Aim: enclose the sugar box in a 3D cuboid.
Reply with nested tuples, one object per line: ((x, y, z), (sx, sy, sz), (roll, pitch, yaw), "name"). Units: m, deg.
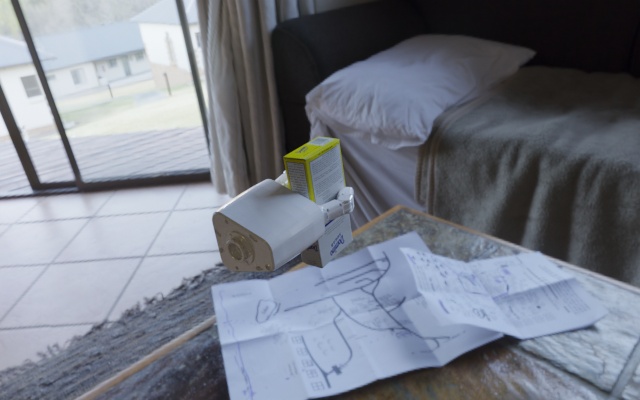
((0.000, 0.002, 0.717), (0.048, 0.176, 0.093), (12, 31, 33), "sugar box")
